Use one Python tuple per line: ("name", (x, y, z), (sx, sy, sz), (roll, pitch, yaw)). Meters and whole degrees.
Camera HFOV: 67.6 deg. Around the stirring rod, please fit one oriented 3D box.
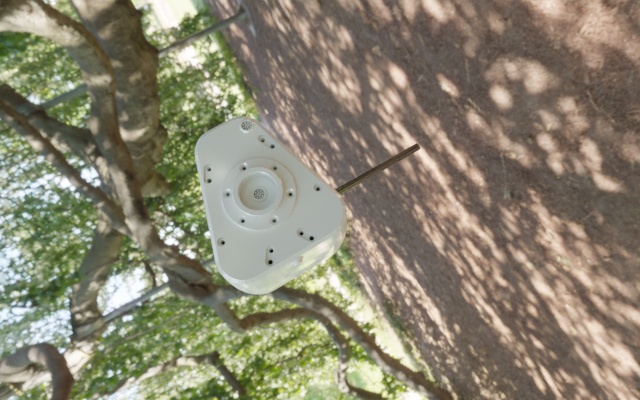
("stirring rod", (0.000, 0.002, 0.492), (0.239, 0.011, 0.011), (-30, 4, -7))
